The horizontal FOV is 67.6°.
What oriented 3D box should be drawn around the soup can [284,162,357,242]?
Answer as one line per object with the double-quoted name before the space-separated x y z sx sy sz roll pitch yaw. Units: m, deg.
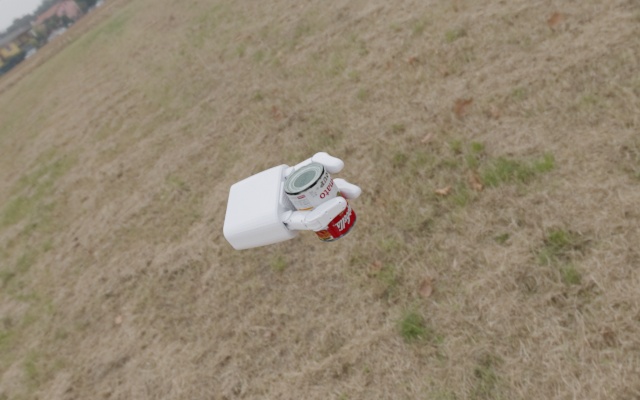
"soup can" 0.000 0.002 0.700 0.068 0.102 0.068 -24 33 17
